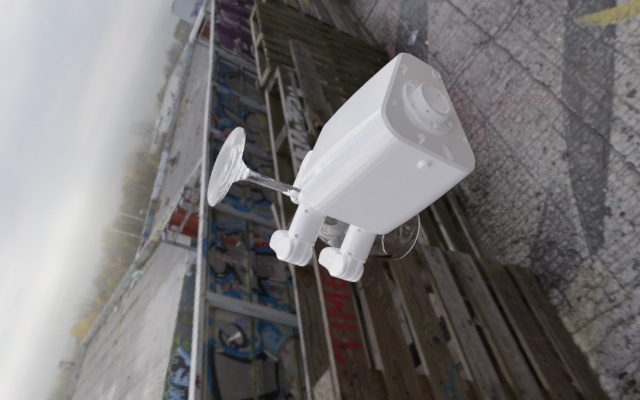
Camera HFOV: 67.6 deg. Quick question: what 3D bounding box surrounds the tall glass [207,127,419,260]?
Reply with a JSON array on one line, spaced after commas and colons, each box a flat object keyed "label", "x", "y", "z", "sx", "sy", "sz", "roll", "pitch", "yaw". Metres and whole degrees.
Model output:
[{"label": "tall glass", "x": -0.001, "y": 0.001, "z": 0.461, "sx": 0.201, "sy": 0.079, "sz": 0.079, "roll": 21, "pitch": -10, "yaw": -26}]
